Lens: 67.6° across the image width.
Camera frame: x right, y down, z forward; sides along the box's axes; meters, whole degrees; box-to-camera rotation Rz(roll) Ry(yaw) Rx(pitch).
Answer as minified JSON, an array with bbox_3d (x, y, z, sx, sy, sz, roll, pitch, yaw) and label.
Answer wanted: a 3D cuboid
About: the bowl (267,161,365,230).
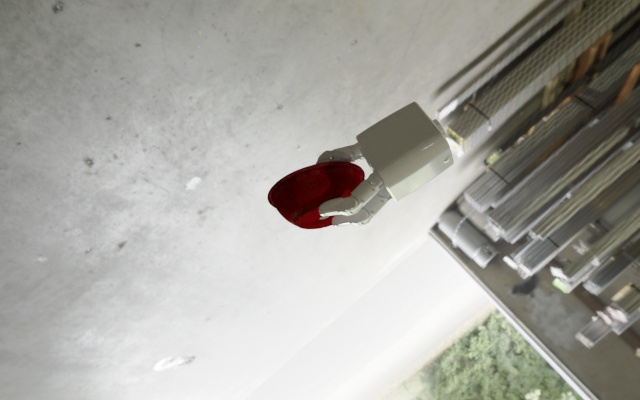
[{"bbox_3d":[-0.001,0.003,0.755,0.162,0.055,0.162,-13,-23,-6],"label":"bowl"}]
